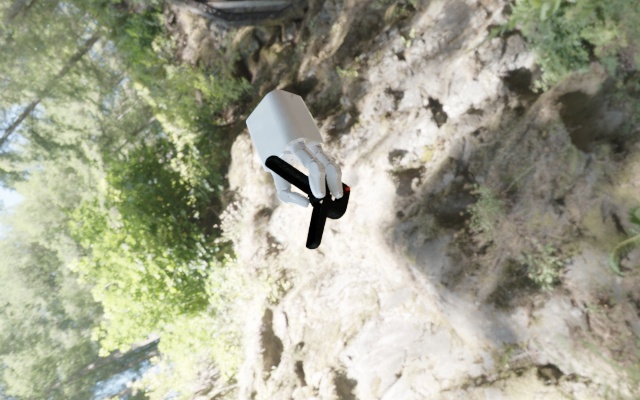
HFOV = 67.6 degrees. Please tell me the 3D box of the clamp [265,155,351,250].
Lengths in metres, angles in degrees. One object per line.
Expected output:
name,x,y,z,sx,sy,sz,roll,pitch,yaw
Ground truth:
clamp,0.000,0.003,0.824,0.036,0.164,0.210,-30,-16,28
